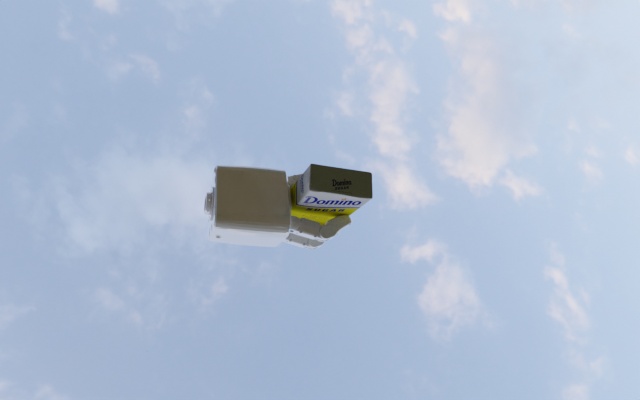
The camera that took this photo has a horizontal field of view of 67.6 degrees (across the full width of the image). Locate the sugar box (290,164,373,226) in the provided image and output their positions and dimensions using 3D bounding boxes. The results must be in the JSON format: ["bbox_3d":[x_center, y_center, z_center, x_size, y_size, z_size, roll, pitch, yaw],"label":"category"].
[{"bbox_3d":[0.000,0.003,0.715,0.093,0.048,0.176,7,-19,-18],"label":"sugar box"}]
